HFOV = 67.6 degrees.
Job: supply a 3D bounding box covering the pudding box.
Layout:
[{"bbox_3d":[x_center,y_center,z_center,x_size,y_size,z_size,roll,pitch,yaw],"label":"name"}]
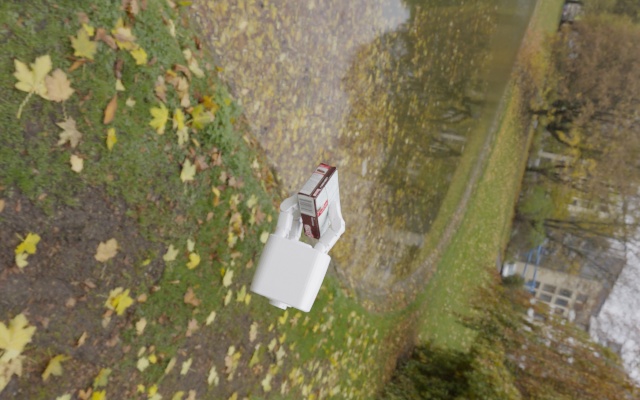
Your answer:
[{"bbox_3d":[0.000,0.003,0.874,0.039,0.114,0.090,17,50,21],"label":"pudding box"}]
